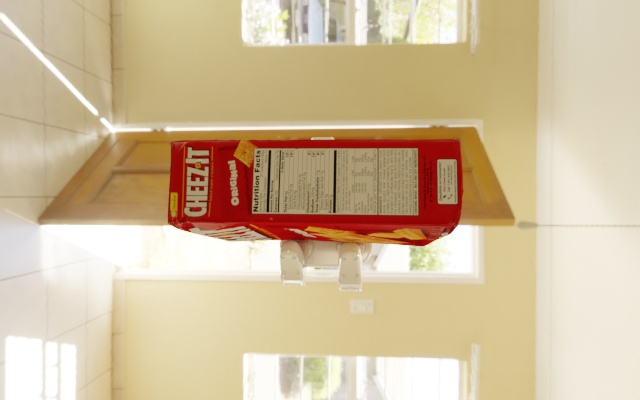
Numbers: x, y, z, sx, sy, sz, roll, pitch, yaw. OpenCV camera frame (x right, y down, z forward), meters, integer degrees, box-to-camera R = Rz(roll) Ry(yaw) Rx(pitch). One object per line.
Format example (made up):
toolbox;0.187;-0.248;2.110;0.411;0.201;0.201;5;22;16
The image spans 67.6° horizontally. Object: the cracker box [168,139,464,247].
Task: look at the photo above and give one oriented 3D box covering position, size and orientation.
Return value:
cracker box;0.000;0.001;0.417;0.214;0.072;0.164;0;-9;4
